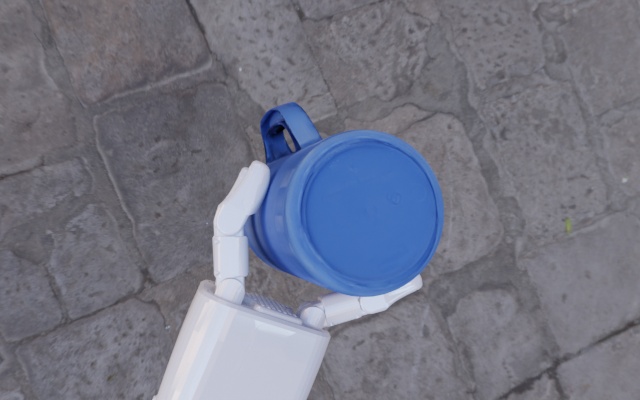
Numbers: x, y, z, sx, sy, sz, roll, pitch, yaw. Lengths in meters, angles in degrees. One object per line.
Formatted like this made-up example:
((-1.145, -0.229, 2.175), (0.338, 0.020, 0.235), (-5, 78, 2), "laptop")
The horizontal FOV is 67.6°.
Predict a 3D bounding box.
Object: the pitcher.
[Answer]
((0.000, 0.002, 0.412), (0.149, 0.145, 0.243), (25, -7, -11), "pitcher")
